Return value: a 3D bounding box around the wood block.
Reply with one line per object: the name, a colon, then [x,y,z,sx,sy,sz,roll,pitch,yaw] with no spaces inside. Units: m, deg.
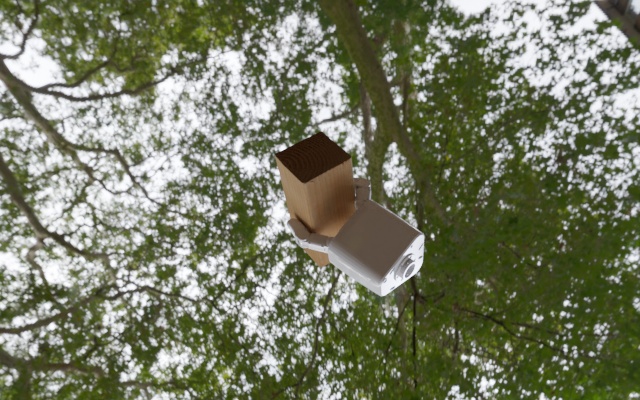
wood block: [0.000,0.003,0.798,0.091,0.206,0.090,-29,48,-18]
